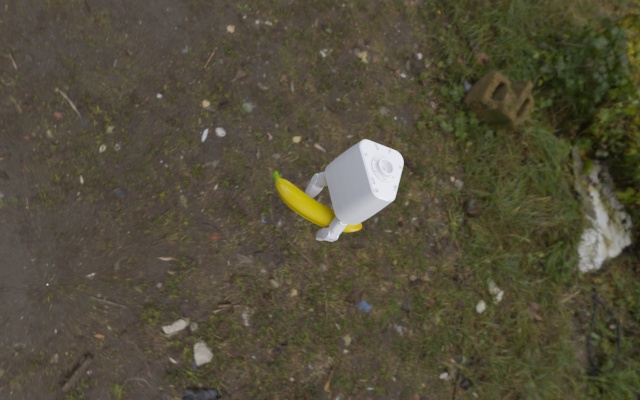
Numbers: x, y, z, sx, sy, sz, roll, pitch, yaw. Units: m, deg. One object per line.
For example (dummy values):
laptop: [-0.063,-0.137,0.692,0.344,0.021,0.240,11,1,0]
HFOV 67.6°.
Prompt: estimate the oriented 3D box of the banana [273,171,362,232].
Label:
banana: [-0.007,0.012,0.880,0.198,0.069,0.037,33,-50,-9]
